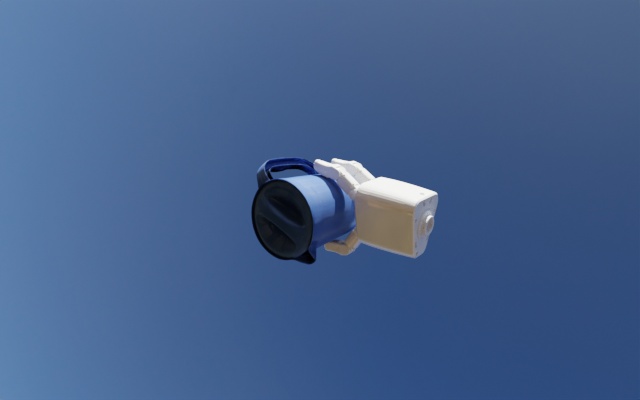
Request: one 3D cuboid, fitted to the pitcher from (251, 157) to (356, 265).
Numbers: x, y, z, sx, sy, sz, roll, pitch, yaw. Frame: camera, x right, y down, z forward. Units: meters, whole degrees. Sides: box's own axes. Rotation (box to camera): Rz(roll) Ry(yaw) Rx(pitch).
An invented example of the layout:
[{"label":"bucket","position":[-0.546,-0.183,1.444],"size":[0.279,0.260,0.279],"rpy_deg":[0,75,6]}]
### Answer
[{"label":"pitcher","position":[0.000,0.003,0.850],"size":[0.145,0.149,0.243],"rpy_deg":[16,19,34]}]
